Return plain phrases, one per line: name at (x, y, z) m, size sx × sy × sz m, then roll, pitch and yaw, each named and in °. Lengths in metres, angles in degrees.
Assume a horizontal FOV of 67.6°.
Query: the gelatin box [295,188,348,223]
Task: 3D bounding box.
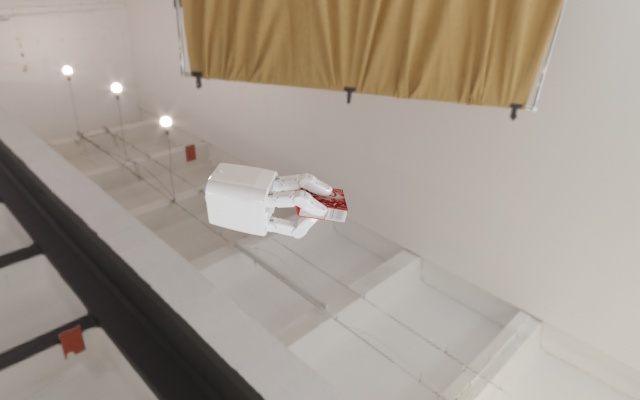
gelatin box at (0.000, 0.003, 0.852) m, size 0.089 × 0.030 × 0.073 m, roll 9°, pitch 30°, yaw -11°
